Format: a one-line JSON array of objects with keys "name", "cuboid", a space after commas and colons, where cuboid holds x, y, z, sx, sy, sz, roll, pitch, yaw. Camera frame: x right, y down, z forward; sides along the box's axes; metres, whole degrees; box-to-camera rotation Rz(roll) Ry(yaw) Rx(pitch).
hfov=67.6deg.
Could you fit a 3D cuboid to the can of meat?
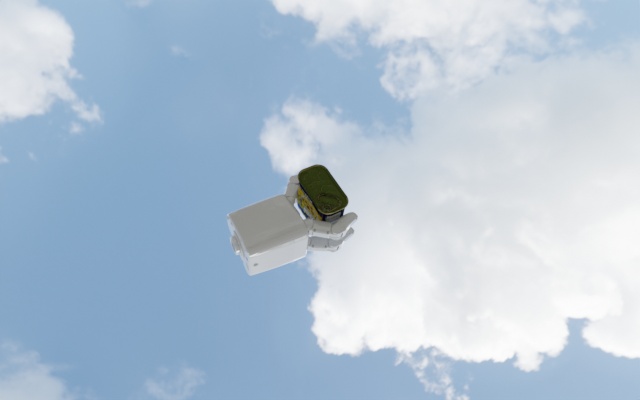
[{"name": "can of meat", "cuboid": [0.000, 0.003, 0.837, 0.057, 0.102, 0.084, -23, -29, -21]}]
